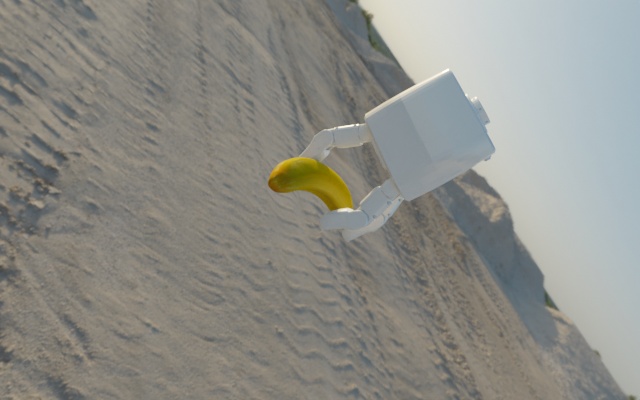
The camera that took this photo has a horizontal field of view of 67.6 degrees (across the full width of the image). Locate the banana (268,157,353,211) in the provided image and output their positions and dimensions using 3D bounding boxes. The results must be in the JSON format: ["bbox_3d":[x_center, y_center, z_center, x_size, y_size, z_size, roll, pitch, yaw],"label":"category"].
[{"bbox_3d":[-0.002,-0.013,0.560,0.037,0.069,0.198,-24,-29,20],"label":"banana"}]
